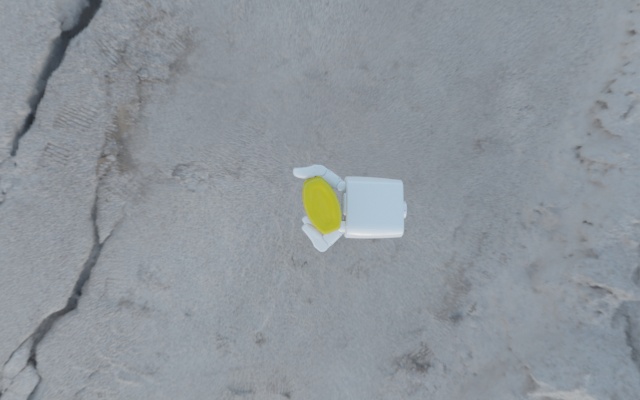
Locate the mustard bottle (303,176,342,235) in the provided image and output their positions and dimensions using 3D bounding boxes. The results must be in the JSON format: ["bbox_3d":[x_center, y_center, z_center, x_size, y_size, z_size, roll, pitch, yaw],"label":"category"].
[{"bbox_3d":[0.000,0.003,0.876,0.058,0.096,0.191,-23,4,0],"label":"mustard bottle"}]
